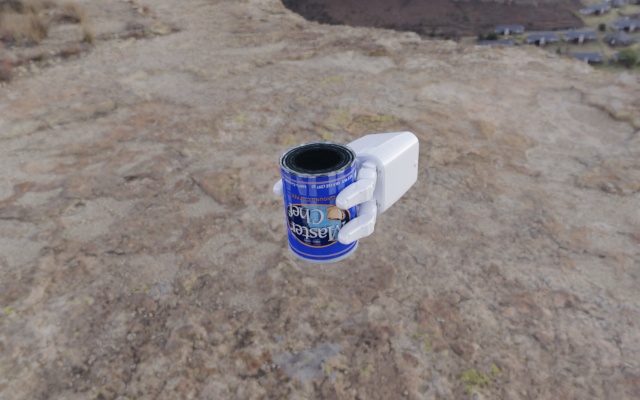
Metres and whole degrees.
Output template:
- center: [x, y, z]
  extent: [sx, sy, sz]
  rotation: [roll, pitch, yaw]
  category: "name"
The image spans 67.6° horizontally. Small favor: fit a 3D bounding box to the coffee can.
- center: [0.000, 0.002, 0.665]
  extent: [0.103, 0.140, 0.102]
  rotation: [-3, 31, 2]
  category: "coffee can"
